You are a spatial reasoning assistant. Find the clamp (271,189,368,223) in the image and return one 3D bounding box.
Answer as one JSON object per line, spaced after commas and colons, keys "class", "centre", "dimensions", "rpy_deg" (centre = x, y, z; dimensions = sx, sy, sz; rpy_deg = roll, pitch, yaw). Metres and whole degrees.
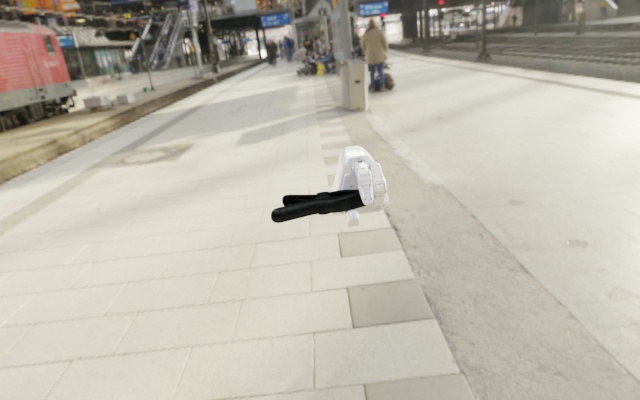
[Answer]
{"class": "clamp", "centre": [0.000, 0.002, 0.838], "dimensions": [0.171, 0.039, 0.120], "rpy_deg": [-7, 19, -2]}
